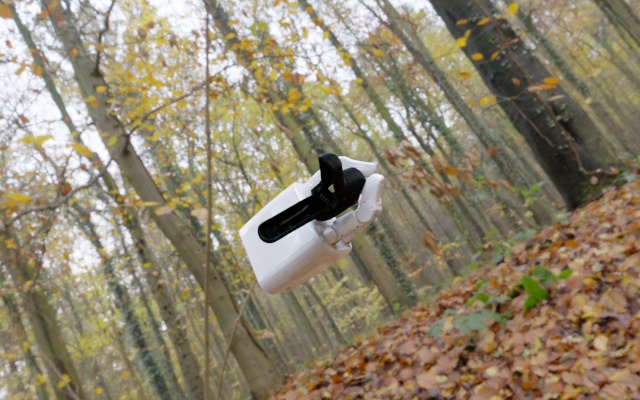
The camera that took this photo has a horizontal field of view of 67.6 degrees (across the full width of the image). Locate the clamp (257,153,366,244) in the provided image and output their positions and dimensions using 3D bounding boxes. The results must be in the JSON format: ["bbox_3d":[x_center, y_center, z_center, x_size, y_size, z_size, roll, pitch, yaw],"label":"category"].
[{"bbox_3d":[0.000,0.001,0.543,0.120,0.039,0.171,-39,-17,15],"label":"clamp"}]
